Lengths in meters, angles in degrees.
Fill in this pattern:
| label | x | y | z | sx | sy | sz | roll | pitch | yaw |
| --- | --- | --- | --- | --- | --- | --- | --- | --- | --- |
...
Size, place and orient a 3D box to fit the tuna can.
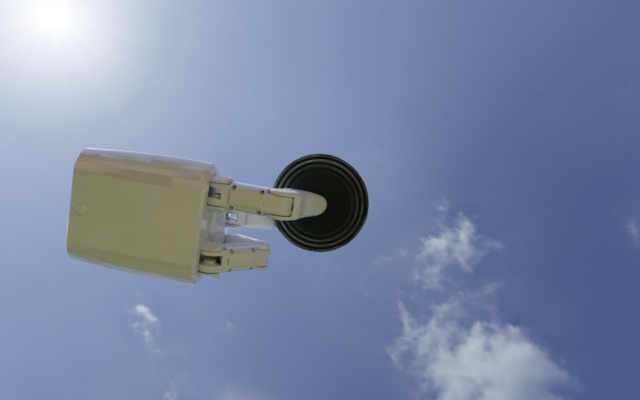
| label | x | y | z | sx | sy | sz | roll | pitch | yaw |
| --- | --- | --- | --- | --- | --- | --- | --- | --- | --- |
| tuna can | 0.000 | 0.001 | 0.430 | 0.086 | 0.086 | 0.034 | 0 | 4 | 4 |
